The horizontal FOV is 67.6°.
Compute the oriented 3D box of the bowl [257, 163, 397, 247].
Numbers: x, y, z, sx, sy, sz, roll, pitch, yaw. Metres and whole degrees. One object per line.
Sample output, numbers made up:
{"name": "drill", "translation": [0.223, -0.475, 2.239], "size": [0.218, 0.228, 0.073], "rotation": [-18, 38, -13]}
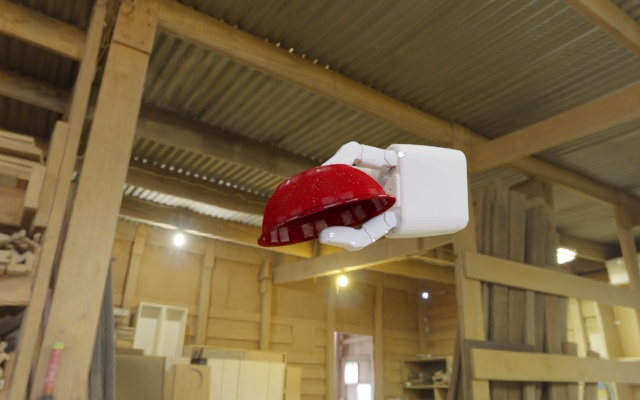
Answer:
{"name": "bowl", "translation": [-0.001, 0.001, 0.538], "size": [0.162, 0.055, 0.162], "rotation": [-17, -13, -4]}
